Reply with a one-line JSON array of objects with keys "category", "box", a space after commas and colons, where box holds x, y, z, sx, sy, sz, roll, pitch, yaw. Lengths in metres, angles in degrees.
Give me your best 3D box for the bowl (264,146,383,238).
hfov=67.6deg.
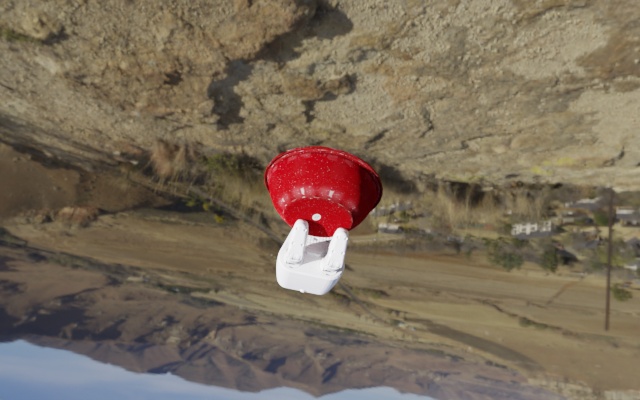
[{"category": "bowl", "box": [0.000, 0.002, 0.632, 0.162, 0.055, 0.162, 6, -36, 5]}]
